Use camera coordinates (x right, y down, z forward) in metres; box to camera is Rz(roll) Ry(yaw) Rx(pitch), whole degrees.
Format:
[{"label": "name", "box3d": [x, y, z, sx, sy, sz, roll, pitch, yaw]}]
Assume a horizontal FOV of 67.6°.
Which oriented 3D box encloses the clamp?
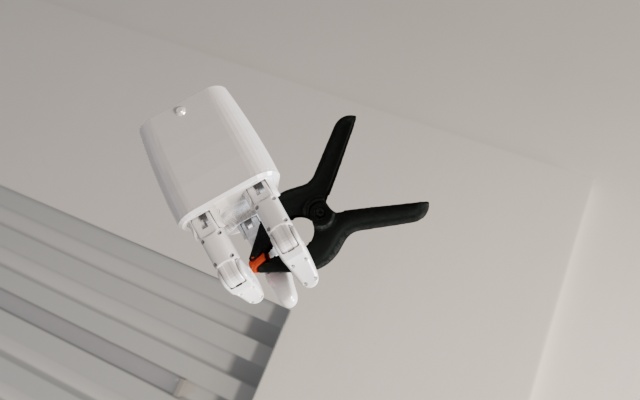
[{"label": "clamp", "box3d": [0.000, 0.002, 0.446, 0.171, 0.120, 0.039, -29, -16, -3]}]
